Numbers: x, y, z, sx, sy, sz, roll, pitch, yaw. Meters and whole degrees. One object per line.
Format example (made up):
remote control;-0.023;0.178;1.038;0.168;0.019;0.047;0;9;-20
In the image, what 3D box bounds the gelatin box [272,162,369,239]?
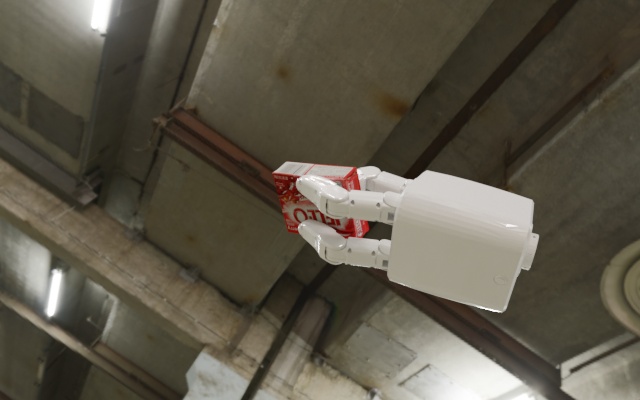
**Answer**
gelatin box;0.000;0.001;0.485;0.089;0.073;0.030;8;34;33
